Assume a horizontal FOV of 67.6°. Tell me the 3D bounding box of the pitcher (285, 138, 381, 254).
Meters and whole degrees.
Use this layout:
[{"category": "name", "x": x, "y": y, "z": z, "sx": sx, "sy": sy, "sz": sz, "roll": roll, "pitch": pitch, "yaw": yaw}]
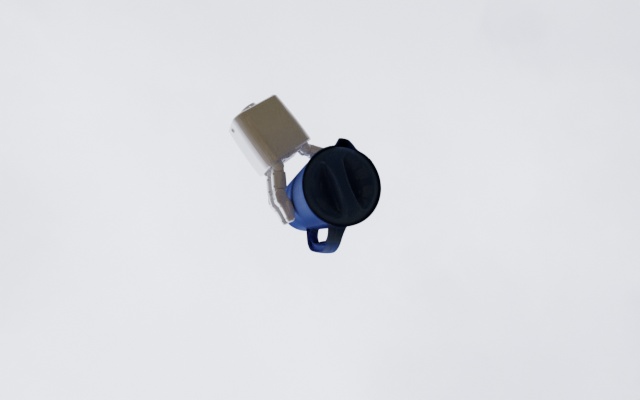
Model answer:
[{"category": "pitcher", "x": 0.000, "y": 0.003, "z": 0.860, "sx": 0.149, "sy": 0.145, "sz": 0.243, "roll": -39, "pitch": 4, "yaw": -19}]
